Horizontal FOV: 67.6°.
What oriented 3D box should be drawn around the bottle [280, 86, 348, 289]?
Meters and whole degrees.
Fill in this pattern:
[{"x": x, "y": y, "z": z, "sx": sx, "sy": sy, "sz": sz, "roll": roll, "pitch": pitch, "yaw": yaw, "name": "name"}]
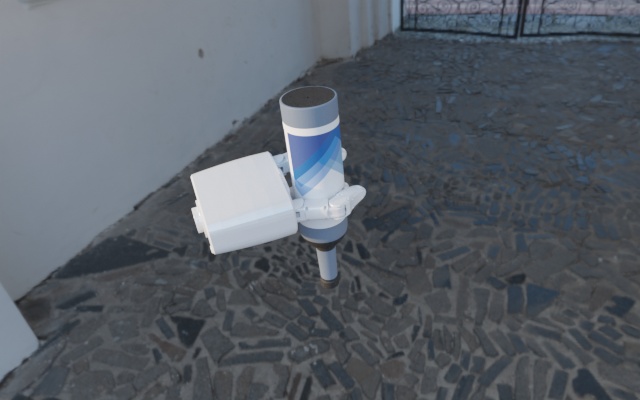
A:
[{"x": 0.000, "y": 0.002, "z": 0.629, "sx": 0.069, "sy": 0.296, "sz": 0.069, "roll": -5, "pitch": 34, "yaw": 3, "name": "bottle"}]
